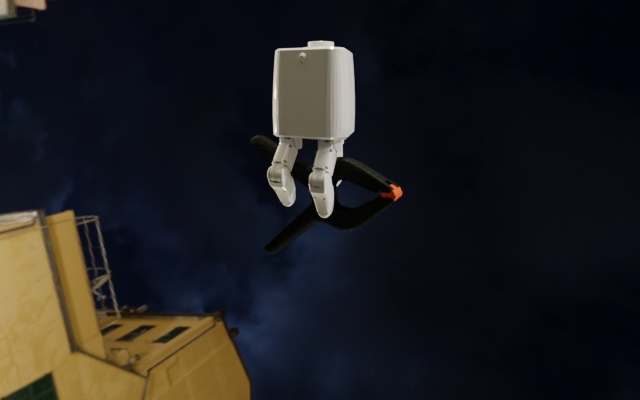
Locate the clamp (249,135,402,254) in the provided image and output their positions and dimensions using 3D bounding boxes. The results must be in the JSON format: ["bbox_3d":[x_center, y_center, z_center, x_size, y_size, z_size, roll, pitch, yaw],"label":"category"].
[{"bbox_3d":[0.001,0.002,0.621,0.210,0.164,0.036,7,16,25],"label":"clamp"}]
